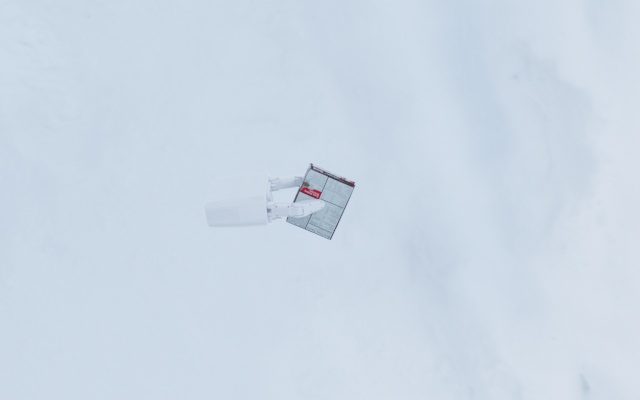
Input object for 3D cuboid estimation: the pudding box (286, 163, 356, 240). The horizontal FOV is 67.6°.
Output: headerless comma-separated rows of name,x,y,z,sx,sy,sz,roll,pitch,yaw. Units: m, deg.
pudding box,0.000,0.003,0.851,0.090,0.113,0.039,23,17,-5
